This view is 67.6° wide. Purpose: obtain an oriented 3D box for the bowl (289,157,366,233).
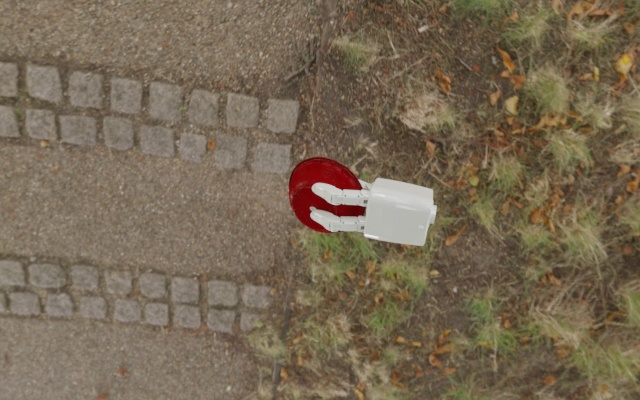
[{"bbox_3d":[-0.001,0.003,0.888,0.162,0.162,0.055,0,28,29],"label":"bowl"}]
